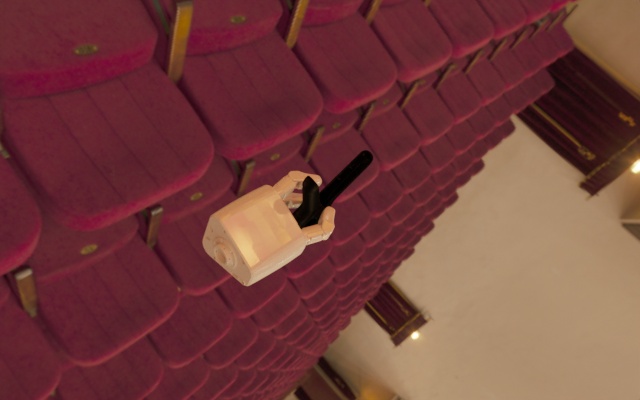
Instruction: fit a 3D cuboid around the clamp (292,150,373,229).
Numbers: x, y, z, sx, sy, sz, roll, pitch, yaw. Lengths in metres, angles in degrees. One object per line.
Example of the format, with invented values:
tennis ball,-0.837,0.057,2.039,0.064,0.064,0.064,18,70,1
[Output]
clamp,0.000,0.004,0.796,0.164,0.036,0.210,-30,-19,-40
